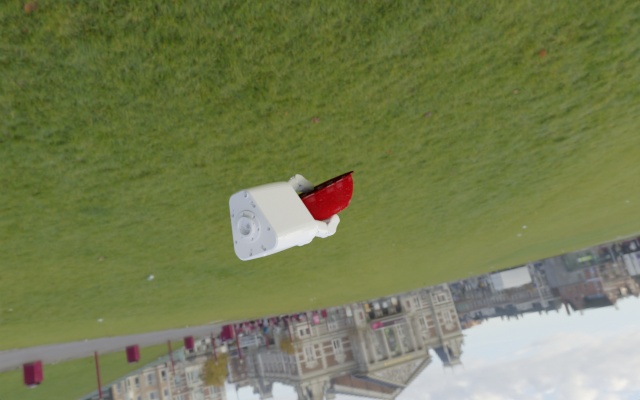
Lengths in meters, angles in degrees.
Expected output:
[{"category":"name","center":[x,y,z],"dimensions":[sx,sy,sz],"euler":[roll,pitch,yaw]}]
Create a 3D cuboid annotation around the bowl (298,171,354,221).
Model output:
[{"category":"bowl","center":[0.001,0.003,0.886],"dimensions":[0.162,0.055,0.162],"euler":[-26,5,3]}]
